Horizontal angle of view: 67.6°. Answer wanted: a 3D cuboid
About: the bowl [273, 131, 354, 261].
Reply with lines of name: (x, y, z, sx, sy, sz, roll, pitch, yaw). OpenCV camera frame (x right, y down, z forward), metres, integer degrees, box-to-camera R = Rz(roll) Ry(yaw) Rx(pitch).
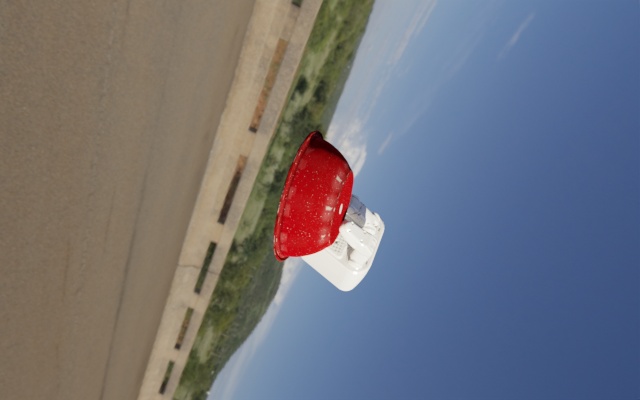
bowl: (0.000, 0.002, 0.566, 0.055, 0.162, 0.162, 16, 3, 12)
